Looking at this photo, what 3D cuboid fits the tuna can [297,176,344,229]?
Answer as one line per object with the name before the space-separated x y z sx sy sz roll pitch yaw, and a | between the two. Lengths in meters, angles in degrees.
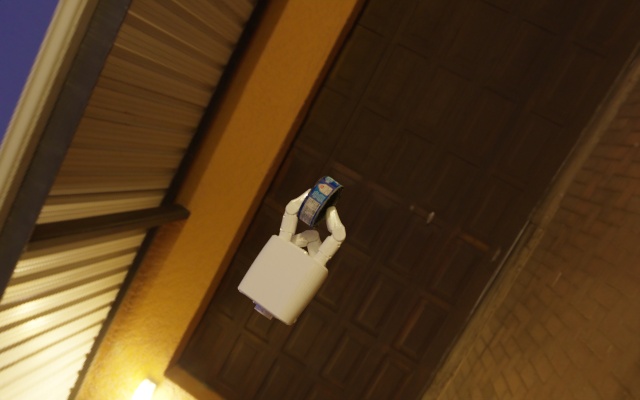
tuna can | 0.000 0.002 0.782 0.033 0.086 0.086 36 8 12
